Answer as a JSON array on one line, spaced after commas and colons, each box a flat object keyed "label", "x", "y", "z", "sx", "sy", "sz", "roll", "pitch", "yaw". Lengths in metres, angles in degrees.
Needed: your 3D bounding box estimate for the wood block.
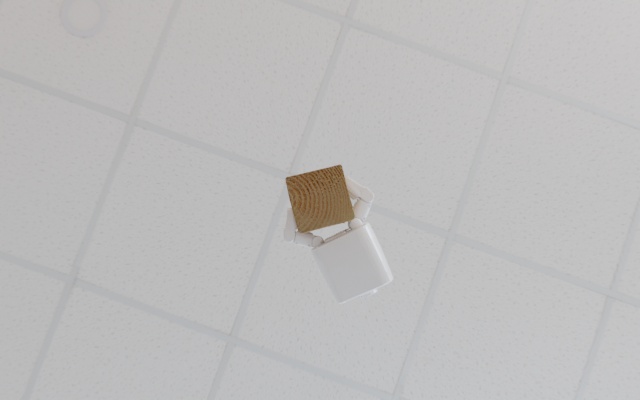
[{"label": "wood block", "x": 0.000, "y": 0.003, "z": 0.820, "sx": 0.091, "sy": 0.090, "sz": 0.206, "roll": -14, "pitch": -3, "yaw": -1}]
